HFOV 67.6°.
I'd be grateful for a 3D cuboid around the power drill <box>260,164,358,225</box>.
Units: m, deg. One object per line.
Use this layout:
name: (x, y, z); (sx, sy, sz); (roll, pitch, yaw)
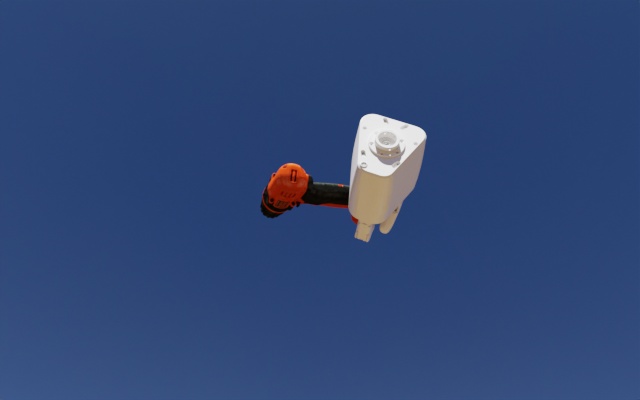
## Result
power drill: (0.001, 0.002, 0.778); (0.187, 0.057, 0.184); (8, -17, -14)
